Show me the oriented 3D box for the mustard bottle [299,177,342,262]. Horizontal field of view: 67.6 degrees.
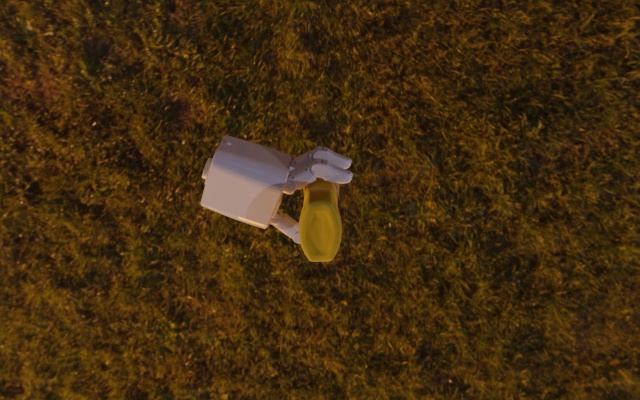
[{"bbox_3d":[0.000,0.003,0.715,0.058,0.096,0.191,-2,27,1],"label":"mustard bottle"}]
